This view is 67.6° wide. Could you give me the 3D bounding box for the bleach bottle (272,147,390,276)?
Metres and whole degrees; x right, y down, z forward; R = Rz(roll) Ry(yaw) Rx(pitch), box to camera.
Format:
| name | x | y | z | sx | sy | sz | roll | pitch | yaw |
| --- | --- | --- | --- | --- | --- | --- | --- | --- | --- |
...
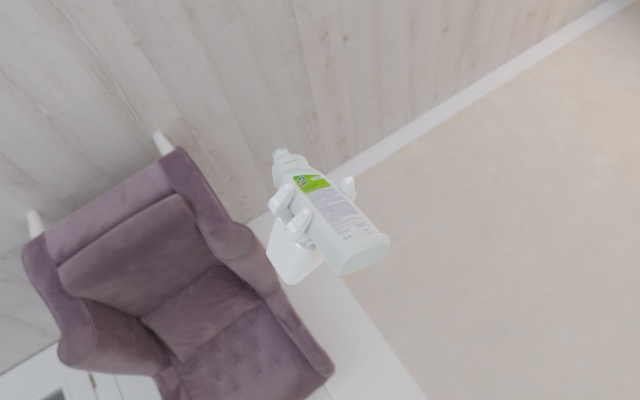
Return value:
| name | x | y | z | sx | sy | sz | roll | pitch | yaw |
| --- | --- | --- | --- | --- | --- | --- | --- | --- | --- |
| bleach bottle | 0.000 | 0.003 | 0.788 | 0.102 | 0.250 | 0.068 | -14 | -36 | -36 |
